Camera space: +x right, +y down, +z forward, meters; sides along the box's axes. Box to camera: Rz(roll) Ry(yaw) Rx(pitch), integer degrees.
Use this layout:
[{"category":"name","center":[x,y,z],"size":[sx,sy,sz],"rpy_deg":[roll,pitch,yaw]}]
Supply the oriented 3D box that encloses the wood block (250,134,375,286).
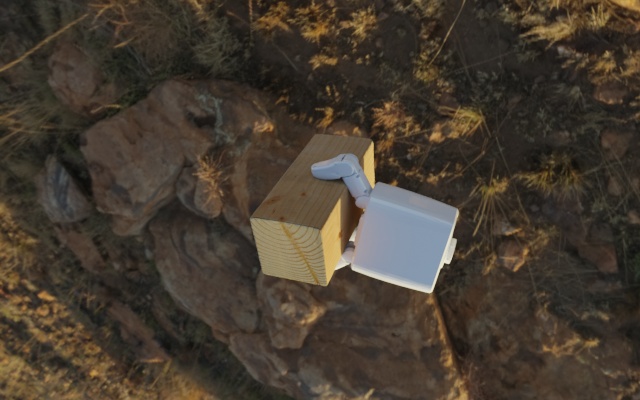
[{"category":"wood block","center":[0.000,0.002,0.630],"size":[0.090,0.091,0.206],"rpy_deg":[8,38,20]}]
